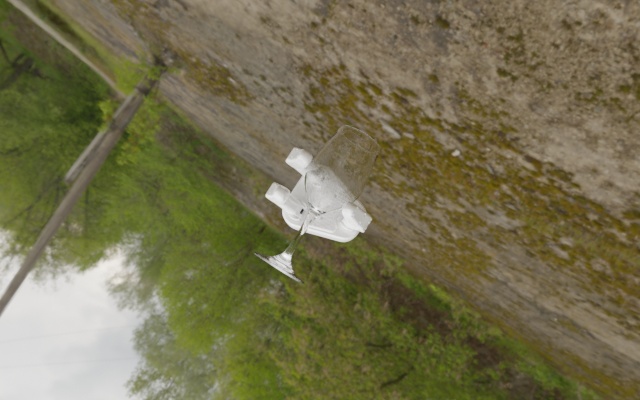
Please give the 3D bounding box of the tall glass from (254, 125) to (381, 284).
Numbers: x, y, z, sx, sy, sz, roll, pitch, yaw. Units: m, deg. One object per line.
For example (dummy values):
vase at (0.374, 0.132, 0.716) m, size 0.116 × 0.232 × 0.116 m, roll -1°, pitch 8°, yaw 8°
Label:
tall glass at (0.000, 0.003, 0.615) m, size 0.079 × 0.201 × 0.079 m, roll 32°, pitch -7°, yaw 4°
